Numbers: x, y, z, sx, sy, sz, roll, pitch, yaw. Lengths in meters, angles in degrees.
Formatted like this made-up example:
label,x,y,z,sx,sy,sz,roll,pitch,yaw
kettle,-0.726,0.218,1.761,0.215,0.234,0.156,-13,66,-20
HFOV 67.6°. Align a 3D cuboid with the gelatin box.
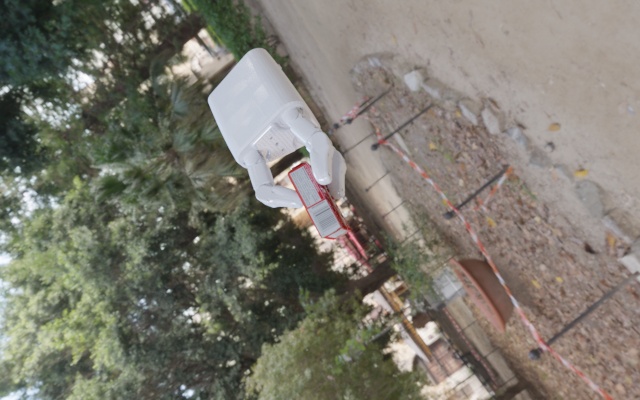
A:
label,x,y,z,sx,sy,sz,roll,pitch,yaw
gelatin box,0.000,0.002,0.566,0.030,0.089,0.073,-30,-11,7
